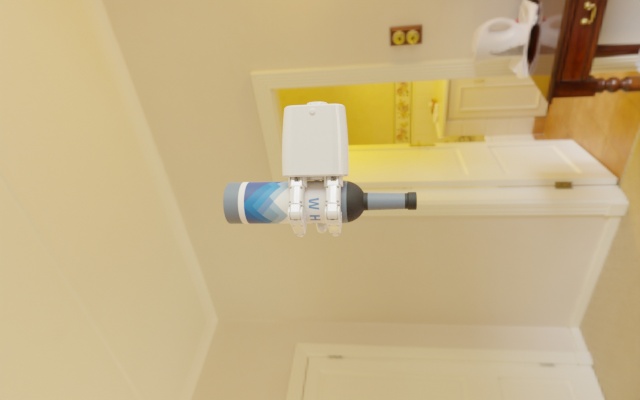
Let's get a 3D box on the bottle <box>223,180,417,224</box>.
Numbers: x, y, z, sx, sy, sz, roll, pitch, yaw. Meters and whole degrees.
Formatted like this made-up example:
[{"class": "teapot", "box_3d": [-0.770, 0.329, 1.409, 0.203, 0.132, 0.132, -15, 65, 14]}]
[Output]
[{"class": "bottle", "box_3d": [0.000, 0.003, 0.746, 0.296, 0.069, 0.069, -1, 0, 8]}]
